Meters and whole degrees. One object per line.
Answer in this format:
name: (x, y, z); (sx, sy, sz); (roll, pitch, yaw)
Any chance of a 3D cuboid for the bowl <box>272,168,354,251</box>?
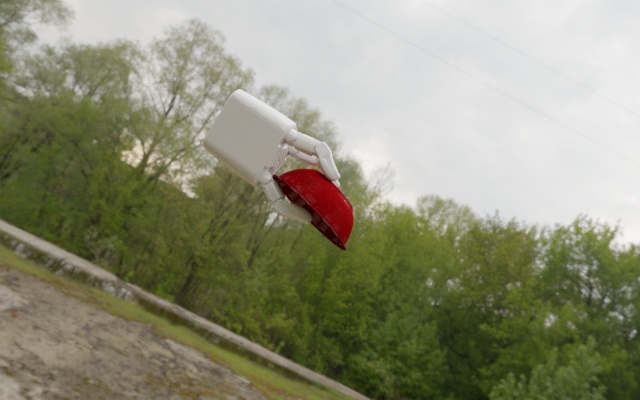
bowl: (0.001, 0.003, 0.740); (0.055, 0.162, 0.162); (-44, 7, -8)
